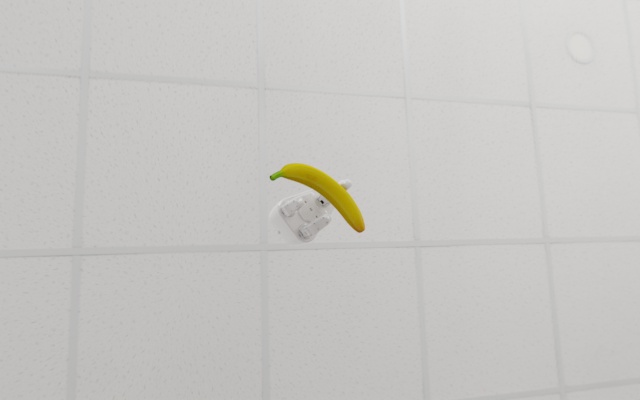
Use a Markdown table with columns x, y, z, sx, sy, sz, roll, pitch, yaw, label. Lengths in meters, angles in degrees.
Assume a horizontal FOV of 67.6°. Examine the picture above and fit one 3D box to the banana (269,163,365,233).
| x | y | z | sx | sy | sz | roll | pitch | yaw | label |
| --- | --- | --- | --- | --- | --- | --- | --- | --- | --- |
| 0.005 | -0.015 | 0.857 | 0.198 | 0.069 | 0.037 | 30 | -22 | -12 | banana |
